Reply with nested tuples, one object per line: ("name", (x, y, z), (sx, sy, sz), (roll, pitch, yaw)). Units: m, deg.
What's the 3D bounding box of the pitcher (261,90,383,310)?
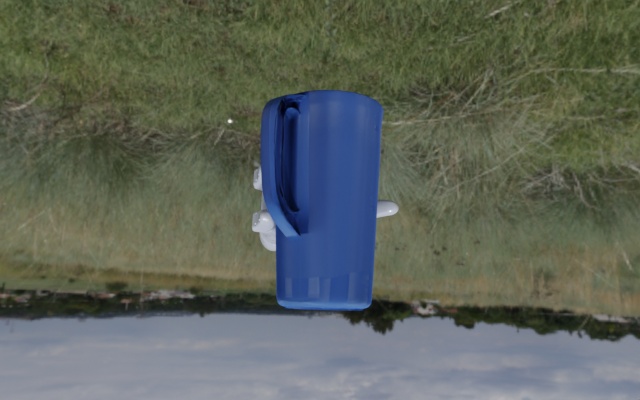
("pitcher", (0.000, 0.002, 0.554), (0.149, 0.242, 0.145), (3, -12, -9))
